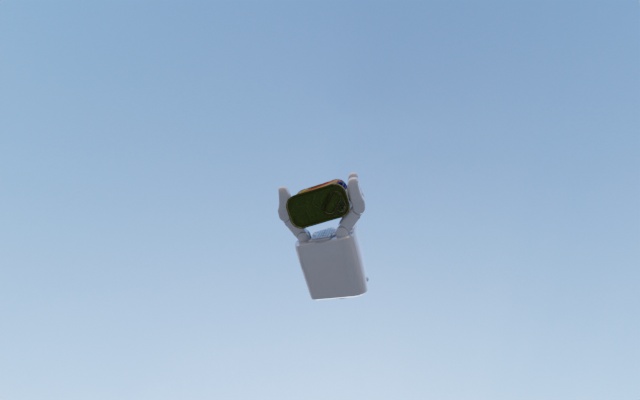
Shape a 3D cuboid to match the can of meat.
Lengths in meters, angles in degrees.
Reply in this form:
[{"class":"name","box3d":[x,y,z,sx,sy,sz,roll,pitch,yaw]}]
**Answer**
[{"class":"can of meat","box3d":[0.000,0.003,0.811,0.102,0.057,0.084,-17,8,9]}]
